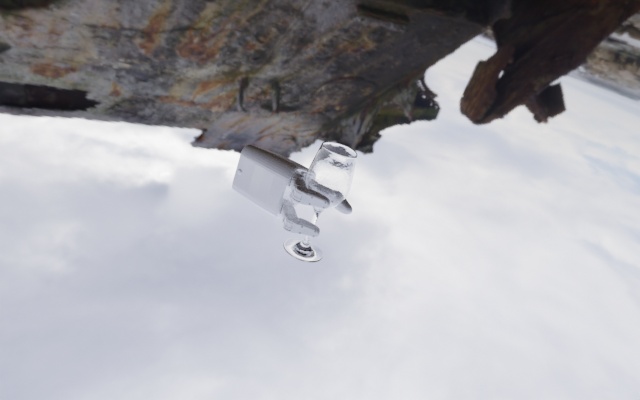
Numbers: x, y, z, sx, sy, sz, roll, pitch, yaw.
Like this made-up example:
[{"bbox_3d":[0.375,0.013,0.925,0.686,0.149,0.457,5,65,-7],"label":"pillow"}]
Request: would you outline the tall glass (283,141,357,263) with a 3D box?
[{"bbox_3d":[0.000,0.003,0.813,0.079,0.201,0.079,17,23,-8],"label":"tall glass"}]
